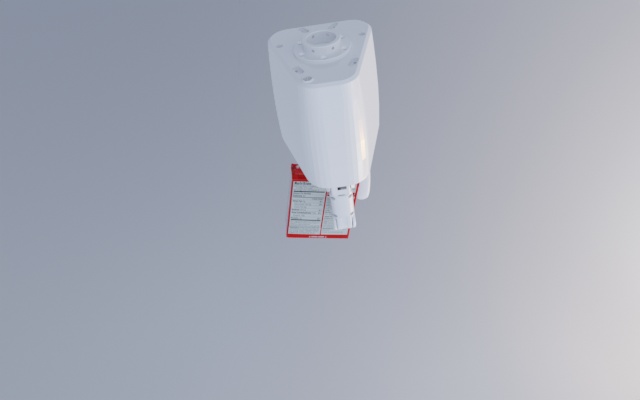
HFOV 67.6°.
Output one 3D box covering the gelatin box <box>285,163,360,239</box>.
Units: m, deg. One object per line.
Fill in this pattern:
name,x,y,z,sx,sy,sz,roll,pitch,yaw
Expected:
gelatin box,0.000,0.002,0.531,0.073,0.089,0.030,1,39,-9
